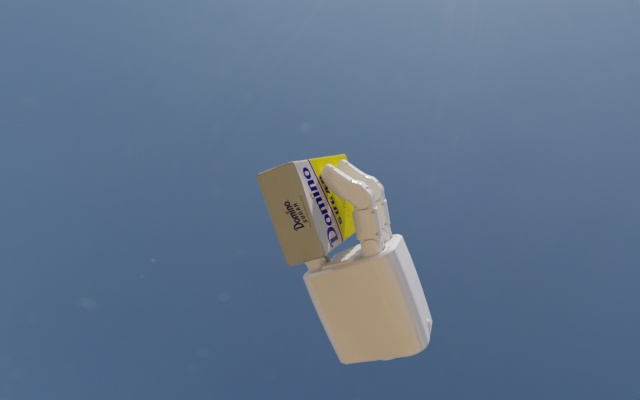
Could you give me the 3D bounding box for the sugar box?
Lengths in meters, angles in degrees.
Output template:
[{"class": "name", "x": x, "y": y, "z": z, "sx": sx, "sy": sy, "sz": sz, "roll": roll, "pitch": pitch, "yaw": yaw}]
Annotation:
[{"class": "sugar box", "x": 0.001, "y": 0.002, "z": 0.512, "sx": 0.048, "sy": 0.093, "sz": 0.176, "roll": -18, "pitch": 2, "yaw": 17}]
